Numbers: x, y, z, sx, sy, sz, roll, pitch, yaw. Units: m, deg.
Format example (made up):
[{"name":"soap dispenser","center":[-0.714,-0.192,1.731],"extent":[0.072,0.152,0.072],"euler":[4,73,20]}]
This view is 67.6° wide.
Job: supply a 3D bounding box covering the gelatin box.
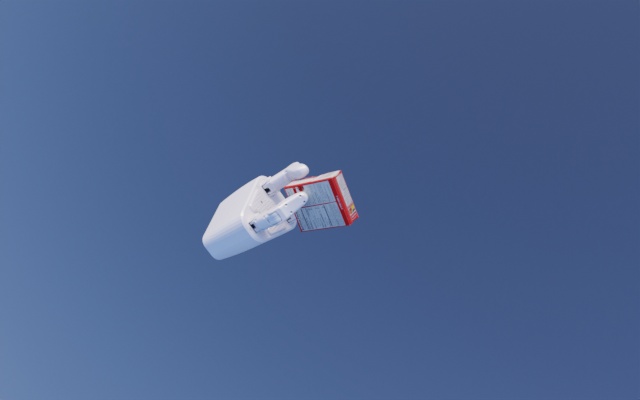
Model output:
[{"name":"gelatin box","center":[0.000,0.002,0.672],"extent":[0.089,0.073,0.030],"euler":[-10,19,36]}]
